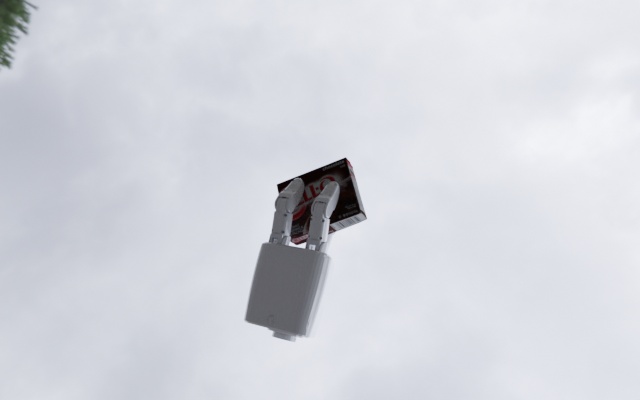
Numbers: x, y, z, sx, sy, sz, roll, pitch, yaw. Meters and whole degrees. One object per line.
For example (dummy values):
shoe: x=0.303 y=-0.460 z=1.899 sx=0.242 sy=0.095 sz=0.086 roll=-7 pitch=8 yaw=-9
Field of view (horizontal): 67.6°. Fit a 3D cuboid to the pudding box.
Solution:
pudding box: x=0.000 y=0.002 z=0.670 sx=0.113 sy=0.090 sz=0.039 roll=-20 pitch=-26 yaw=12
